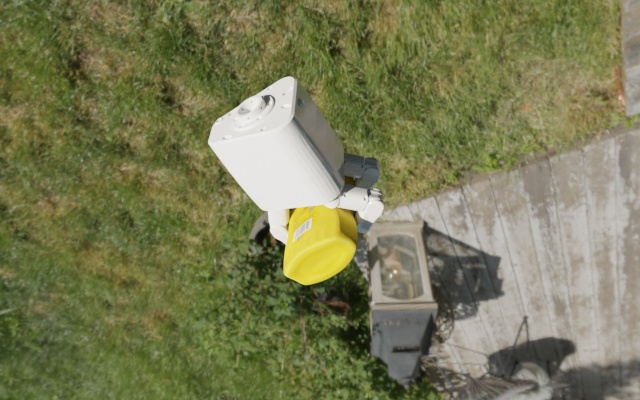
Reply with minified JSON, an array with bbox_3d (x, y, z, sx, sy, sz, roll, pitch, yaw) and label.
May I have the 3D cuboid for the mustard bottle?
[{"bbox_3d":[0.000,0.002,0.585,0.058,0.191,0.096,29,-51,-25],"label":"mustard bottle"}]
